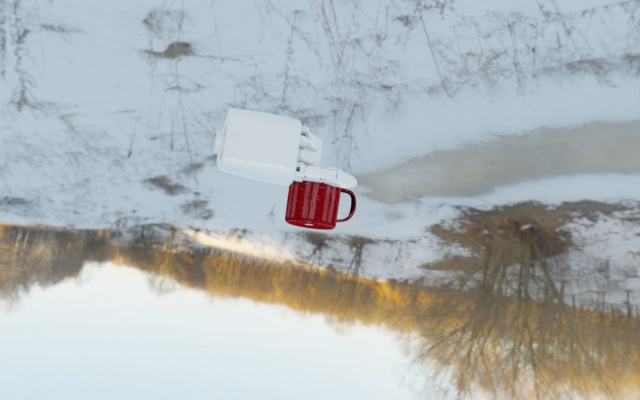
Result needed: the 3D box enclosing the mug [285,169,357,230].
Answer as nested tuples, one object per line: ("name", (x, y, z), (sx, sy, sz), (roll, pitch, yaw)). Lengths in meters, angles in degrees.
("mug", (0.001, 0.003, 0.755), (0.117, 0.081, 0.093), (10, -10, -15))
